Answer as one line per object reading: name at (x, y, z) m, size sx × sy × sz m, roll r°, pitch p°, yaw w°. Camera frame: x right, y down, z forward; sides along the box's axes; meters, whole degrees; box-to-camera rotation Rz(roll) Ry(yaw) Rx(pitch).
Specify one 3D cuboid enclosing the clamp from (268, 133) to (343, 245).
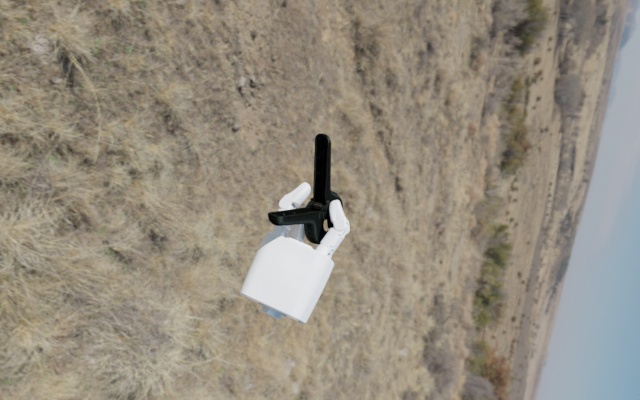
clamp at (0.001, 0.003, 0.782) m, size 0.036 × 0.164 × 0.210 m, roll 18°, pitch -17°, yaw 30°
